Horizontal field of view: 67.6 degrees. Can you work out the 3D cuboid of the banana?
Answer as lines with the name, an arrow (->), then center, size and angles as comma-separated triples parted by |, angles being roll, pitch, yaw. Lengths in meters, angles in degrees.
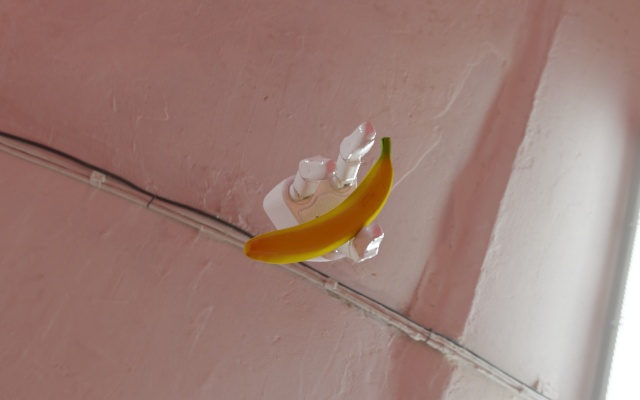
banana -> 0.013, 0.015, 0.497 | 0.197, 0.069, 0.037 | -39, 14, -21
